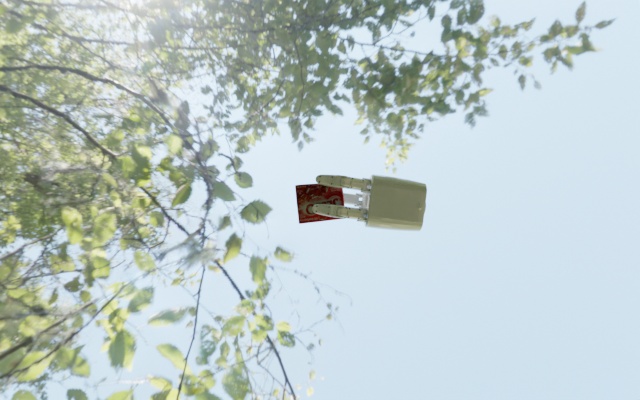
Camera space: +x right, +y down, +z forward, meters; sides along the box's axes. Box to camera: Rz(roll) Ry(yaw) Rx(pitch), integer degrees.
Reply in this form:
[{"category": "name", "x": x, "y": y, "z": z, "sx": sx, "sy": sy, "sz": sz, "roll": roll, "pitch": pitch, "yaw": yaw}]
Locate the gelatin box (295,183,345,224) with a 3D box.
[{"category": "gelatin box", "x": 0.000, "y": 0.003, "z": 0.895, "sx": 0.089, "sy": 0.073, "sz": 0.030, "roll": -6, "pitch": 0, "yaw": 1}]
